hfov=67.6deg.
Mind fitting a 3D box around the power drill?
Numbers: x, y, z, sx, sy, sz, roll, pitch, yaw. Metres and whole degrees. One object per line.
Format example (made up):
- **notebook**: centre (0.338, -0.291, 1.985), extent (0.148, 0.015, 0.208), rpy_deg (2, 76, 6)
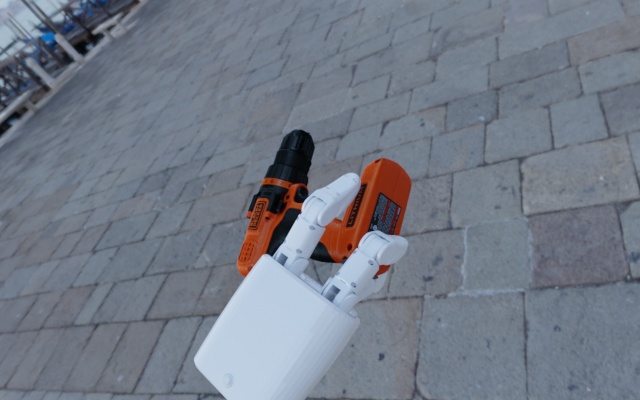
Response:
- **power drill**: centre (0.000, 0.002, 0.496), extent (0.057, 0.184, 0.187), rpy_deg (29, -20, -38)
